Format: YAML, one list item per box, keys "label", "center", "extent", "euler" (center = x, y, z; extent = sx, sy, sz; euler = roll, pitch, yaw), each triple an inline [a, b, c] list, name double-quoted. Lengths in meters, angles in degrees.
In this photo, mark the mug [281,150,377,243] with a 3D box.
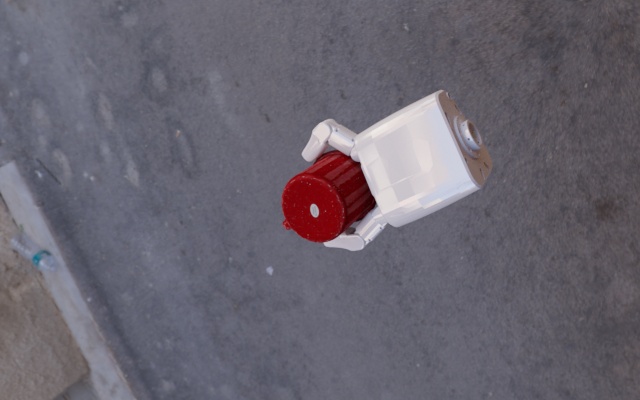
- label: "mug"
  center: [-0.001, 0.002, 0.554]
  extent: [0.117, 0.093, 0.081]
  euler: [-30, 4, 35]
